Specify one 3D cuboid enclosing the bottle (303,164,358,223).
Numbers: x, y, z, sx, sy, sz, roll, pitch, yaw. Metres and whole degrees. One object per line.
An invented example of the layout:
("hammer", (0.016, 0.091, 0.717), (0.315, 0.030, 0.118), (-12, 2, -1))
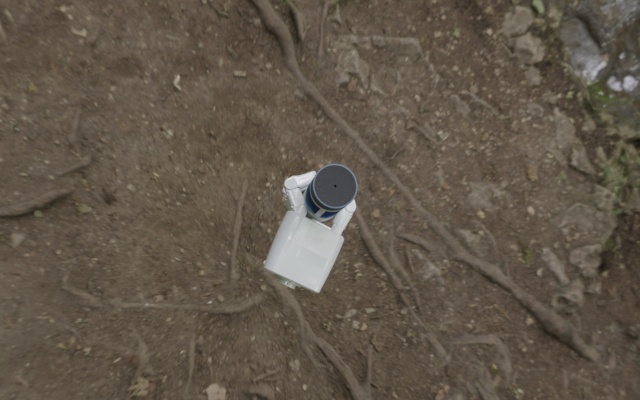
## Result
("bottle", (0.000, 0.003, 0.833), (0.069, 0.069, 0.296), (0, -9, -8))
